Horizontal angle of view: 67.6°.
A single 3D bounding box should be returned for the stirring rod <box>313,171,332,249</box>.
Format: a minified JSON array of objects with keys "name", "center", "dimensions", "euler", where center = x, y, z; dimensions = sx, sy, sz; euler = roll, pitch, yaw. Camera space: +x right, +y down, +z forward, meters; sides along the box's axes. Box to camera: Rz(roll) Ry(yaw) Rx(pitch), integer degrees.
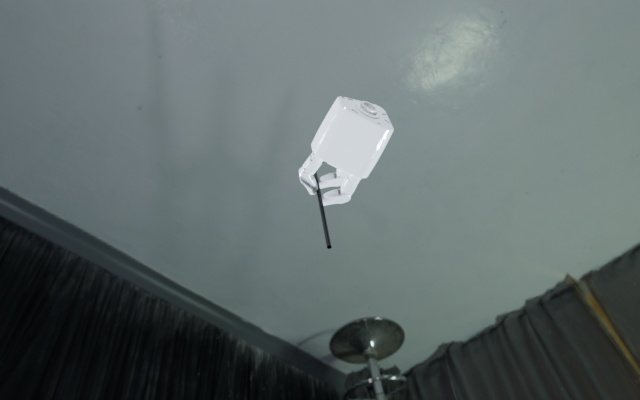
[{"name":"stirring rod","center":[0.000,0.003,0.883],"dimensions":[0.011,0.011,0.239],"euler":[0,38,-9]}]
